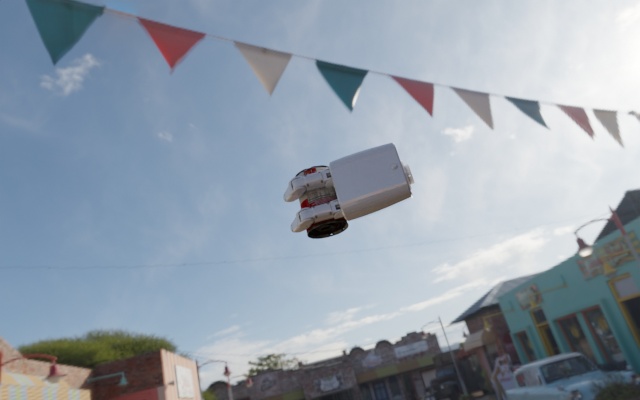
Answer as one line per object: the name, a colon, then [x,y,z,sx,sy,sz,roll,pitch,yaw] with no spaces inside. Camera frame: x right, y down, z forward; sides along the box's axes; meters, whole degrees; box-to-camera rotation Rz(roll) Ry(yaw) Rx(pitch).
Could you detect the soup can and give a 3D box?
soup can: [0.000,0.002,0.776,0.068,0.102,0.068,-13,-22,-5]
